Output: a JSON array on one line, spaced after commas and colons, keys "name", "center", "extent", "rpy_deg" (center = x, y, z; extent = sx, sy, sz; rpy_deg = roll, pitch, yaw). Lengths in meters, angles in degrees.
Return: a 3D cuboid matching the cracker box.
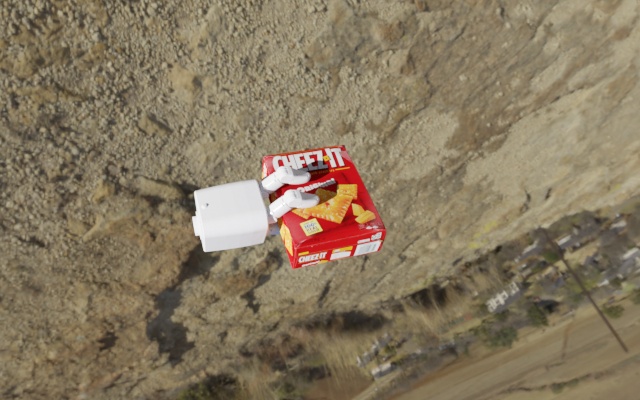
[{"name": "cracker box", "center": [0.000, 0.003, 0.848], "extent": [0.164, 0.213, 0.072], "rpy_deg": [-10, -37, -17]}]
